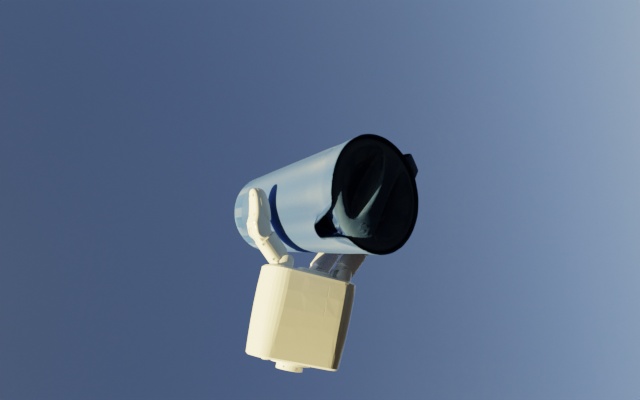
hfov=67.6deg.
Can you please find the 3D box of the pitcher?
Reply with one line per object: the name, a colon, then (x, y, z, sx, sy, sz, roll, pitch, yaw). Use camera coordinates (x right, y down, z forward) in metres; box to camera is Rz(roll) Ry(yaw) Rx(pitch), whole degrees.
pitcher: (0.000, 0.002, 0.612, 0.149, 0.145, 0.243, 20, -18, -35)
